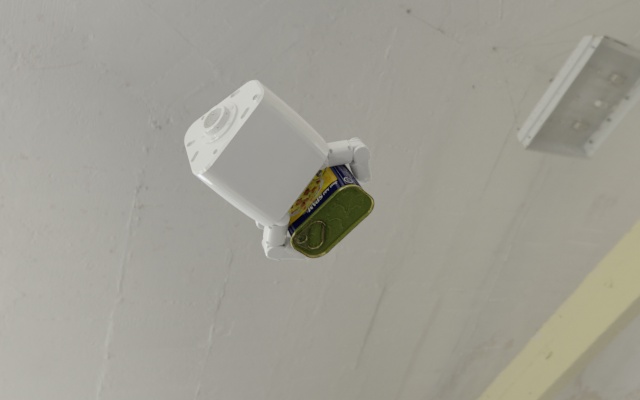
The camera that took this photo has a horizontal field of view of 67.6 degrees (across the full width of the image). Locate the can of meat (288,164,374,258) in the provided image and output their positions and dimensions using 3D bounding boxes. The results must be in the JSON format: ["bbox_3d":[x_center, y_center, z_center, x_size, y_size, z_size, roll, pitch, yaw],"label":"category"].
[{"bbox_3d":[0.000,0.002,0.559,0.057,0.102,0.084,36,16,-40],"label":"can of meat"}]
